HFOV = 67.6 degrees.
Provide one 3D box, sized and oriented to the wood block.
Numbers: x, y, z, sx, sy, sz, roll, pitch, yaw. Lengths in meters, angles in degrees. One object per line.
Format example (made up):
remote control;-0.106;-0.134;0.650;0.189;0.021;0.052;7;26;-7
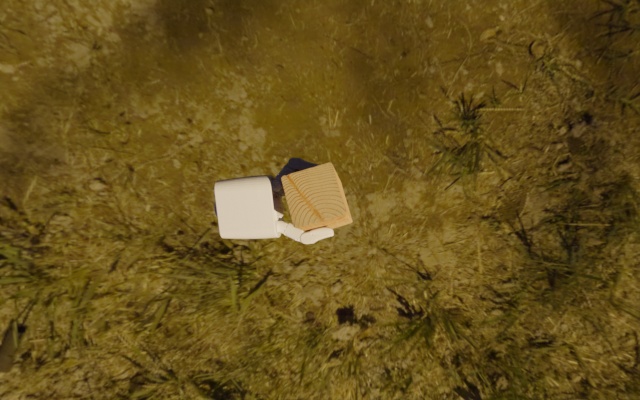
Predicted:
wood block;0.000;0.003;0.870;0.090;0.091;0.206;-16;-8;5
